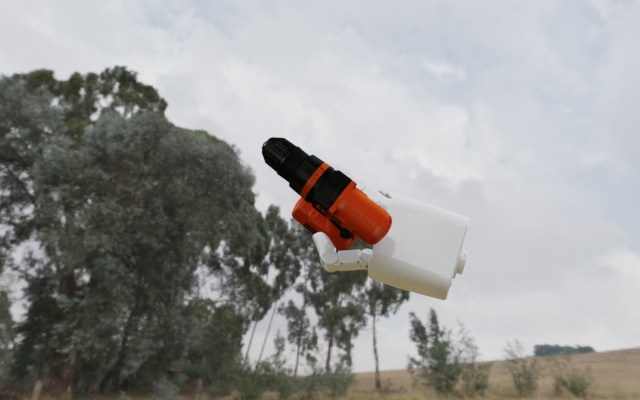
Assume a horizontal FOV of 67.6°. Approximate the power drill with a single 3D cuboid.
[{"bbox_3d":[0.000,0.002,0.642,0.184,0.057,0.188,39,-12,6],"label":"power drill"}]
